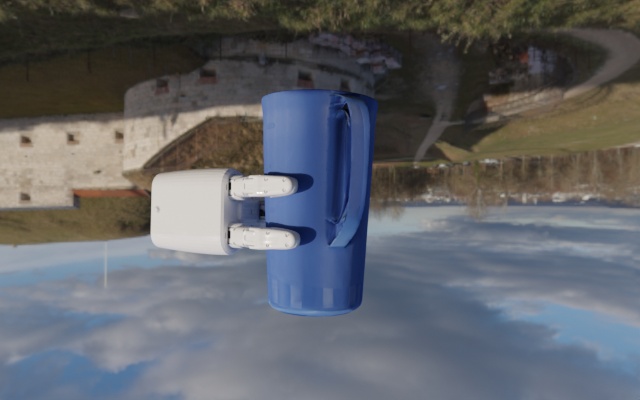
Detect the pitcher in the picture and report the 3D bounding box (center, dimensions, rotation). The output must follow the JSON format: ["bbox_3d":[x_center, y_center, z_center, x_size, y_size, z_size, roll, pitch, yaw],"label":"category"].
[{"bbox_3d":[0.000,0.002,0.537,0.145,0.243,0.149,1,-1,21],"label":"pitcher"}]
